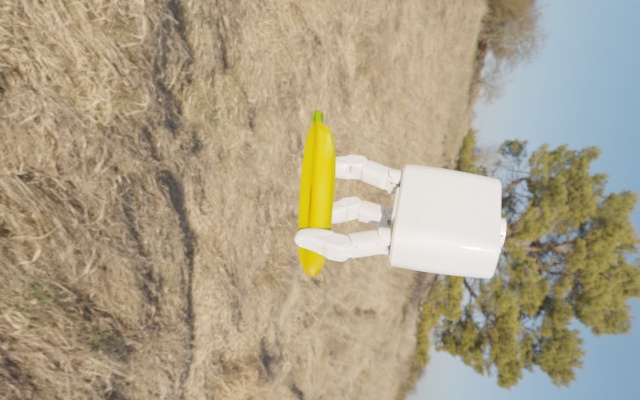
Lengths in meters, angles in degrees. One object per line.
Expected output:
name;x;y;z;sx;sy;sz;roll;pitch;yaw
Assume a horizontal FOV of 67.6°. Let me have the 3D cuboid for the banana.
banana;-0.003;0.003;0.533;0.037;0.198;0.069;6;14;8
